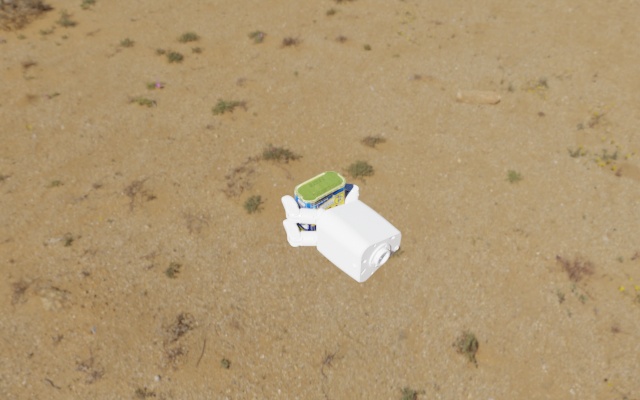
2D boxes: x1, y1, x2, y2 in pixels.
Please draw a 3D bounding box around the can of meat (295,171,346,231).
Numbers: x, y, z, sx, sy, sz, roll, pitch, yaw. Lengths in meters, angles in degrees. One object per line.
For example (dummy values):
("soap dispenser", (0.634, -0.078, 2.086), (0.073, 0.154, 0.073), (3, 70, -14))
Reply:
("can of meat", (0.000, 0.003, 0.885), (0.102, 0.084, 0.057), (-29, 50, -27))
